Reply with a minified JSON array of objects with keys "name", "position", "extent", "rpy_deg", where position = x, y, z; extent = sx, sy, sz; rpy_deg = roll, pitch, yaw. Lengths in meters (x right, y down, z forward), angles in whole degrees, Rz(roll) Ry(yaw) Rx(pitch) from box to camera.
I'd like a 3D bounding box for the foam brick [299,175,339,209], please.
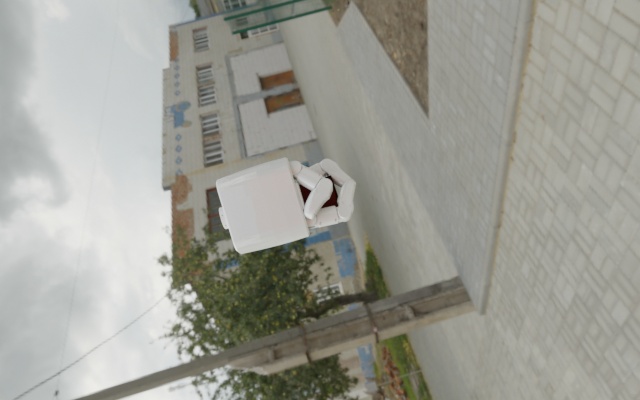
[{"name":"foam brick","position":[0.000,0.003,0.736],"extent":[0.051,0.053,0.078],"rpy_deg":[-17,-16,-3]}]
